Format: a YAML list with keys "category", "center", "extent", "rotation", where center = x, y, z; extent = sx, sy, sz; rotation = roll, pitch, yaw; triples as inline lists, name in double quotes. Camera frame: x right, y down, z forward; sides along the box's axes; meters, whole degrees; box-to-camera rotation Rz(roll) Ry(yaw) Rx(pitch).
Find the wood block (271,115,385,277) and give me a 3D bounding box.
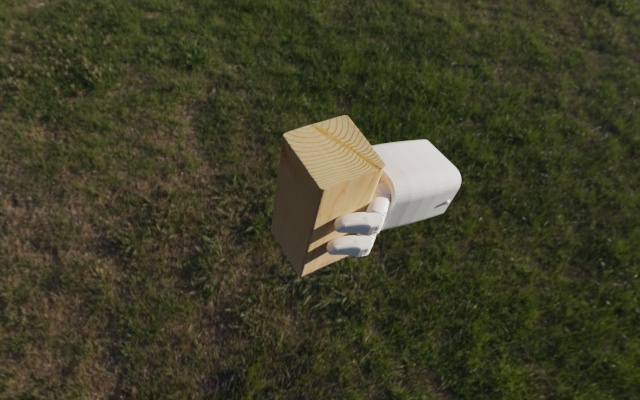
- category: "wood block"
  center: [0.000, 0.002, 0.622]
  extent: [0.090, 0.090, 0.206]
  rotation: [-21, -29, -24]
